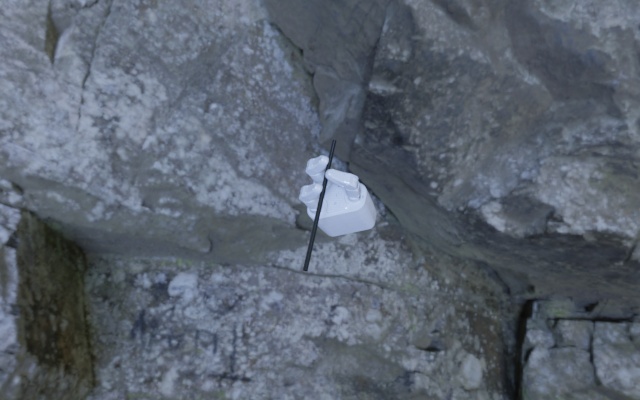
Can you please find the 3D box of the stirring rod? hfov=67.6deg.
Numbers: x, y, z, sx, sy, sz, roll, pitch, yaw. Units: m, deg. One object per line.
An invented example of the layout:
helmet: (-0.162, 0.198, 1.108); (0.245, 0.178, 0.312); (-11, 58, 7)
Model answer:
stirring rod: (0.000, 0.003, 0.803); (0.011, 0.239, 0.011); (11, -22, 5)
